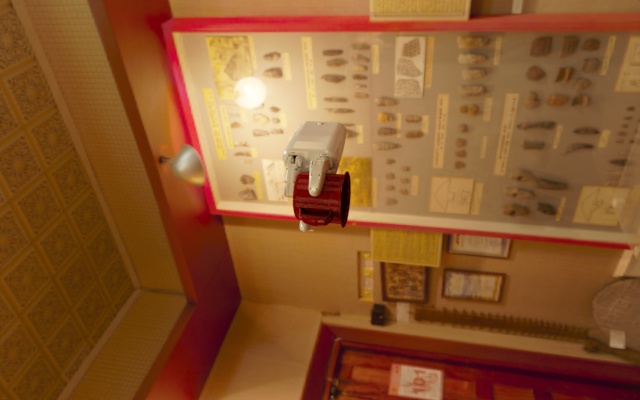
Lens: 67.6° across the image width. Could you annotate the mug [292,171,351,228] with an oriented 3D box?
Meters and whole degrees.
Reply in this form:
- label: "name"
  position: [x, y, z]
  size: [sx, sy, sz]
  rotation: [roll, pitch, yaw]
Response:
- label: "mug"
  position: [0.000, 0.003, 0.780]
  size: [0.081, 0.093, 0.117]
  rotation: [4, 39, 12]
